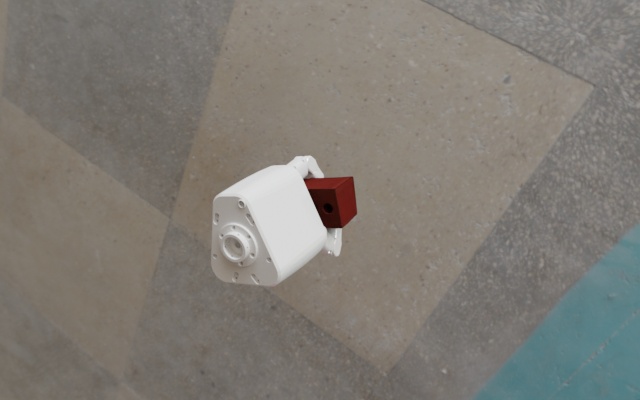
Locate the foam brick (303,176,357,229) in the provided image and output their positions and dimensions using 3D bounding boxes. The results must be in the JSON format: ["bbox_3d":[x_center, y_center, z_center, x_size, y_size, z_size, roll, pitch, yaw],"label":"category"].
[{"bbox_3d":[0.000,0.002,0.604,0.078,0.053,0.051,-1,19,28],"label":"foam brick"}]
